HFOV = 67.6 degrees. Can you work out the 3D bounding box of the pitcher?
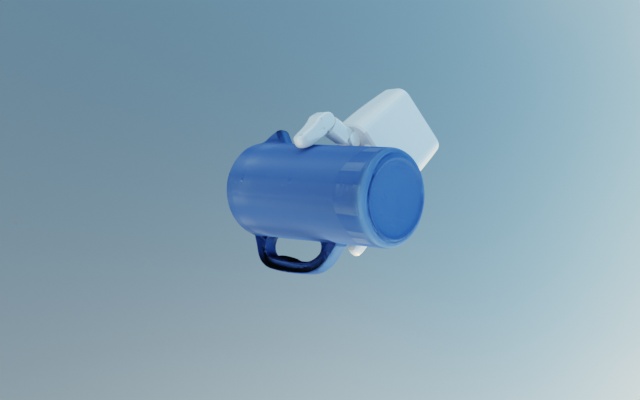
[{"bbox_3d":[0.000,0.002,0.588,0.243,0.149,0.145,5,41,49],"label":"pitcher"}]
